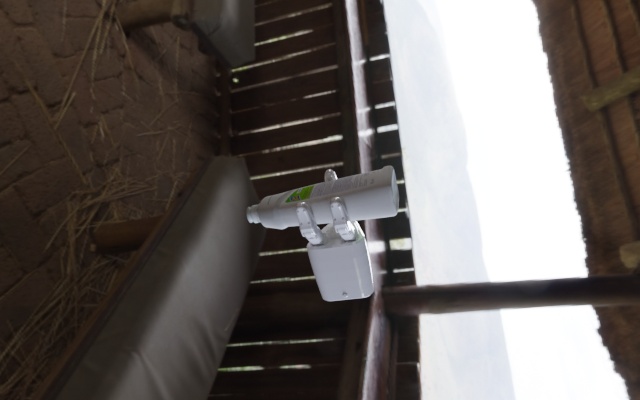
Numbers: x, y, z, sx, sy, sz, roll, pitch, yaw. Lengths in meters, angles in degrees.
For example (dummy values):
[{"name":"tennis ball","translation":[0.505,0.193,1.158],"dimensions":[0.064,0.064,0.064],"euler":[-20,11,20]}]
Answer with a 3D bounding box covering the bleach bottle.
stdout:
[{"name":"bleach bottle","translation":[0.000,0.003,0.795],"dimensions":[0.251,0.068,0.102],"euler":[-9,19,15]}]
